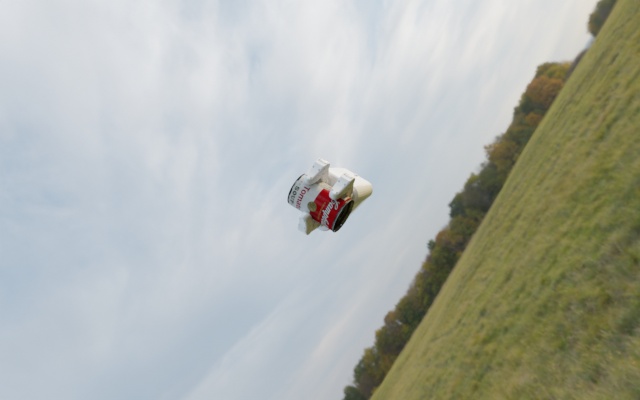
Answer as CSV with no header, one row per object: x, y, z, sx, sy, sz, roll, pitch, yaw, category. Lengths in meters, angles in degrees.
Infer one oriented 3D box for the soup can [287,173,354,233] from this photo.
0.000,0.003,0.860,0.102,0.068,0.068,31,10,17,soup can
